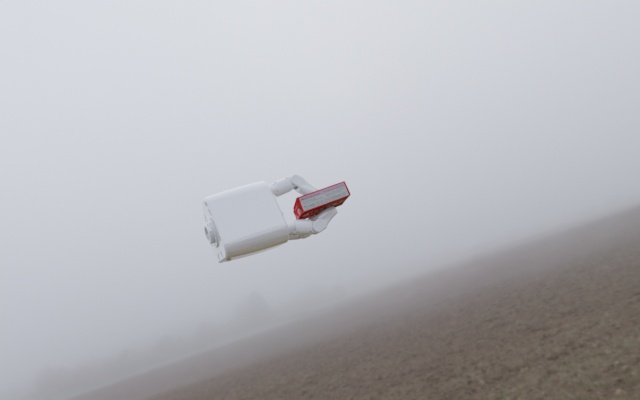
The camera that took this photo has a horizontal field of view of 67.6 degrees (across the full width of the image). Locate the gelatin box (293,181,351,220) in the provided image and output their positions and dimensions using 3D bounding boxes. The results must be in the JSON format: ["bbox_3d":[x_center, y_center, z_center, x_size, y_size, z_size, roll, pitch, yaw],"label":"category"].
[{"bbox_3d":[0.000,0.002,0.811,0.089,0.030,0.073,-21,-9,-13],"label":"gelatin box"}]
